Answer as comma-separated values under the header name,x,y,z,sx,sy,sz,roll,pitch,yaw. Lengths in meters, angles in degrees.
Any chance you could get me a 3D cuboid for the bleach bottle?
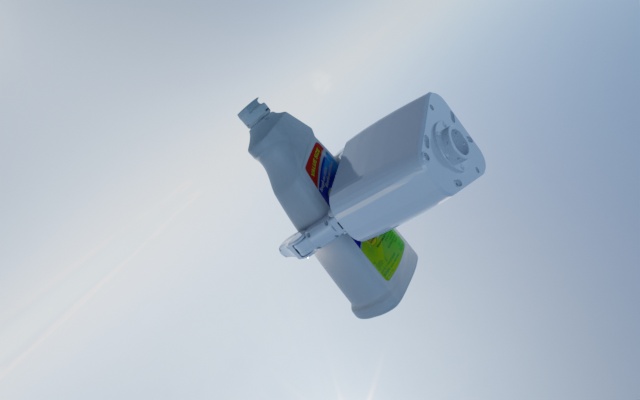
name,x,y,z,sx,sy,sz,roll,pitch,yaw
bleach bottle,0.000,0.002,0.509,0.068,0.251,0.102,-30,14,41
